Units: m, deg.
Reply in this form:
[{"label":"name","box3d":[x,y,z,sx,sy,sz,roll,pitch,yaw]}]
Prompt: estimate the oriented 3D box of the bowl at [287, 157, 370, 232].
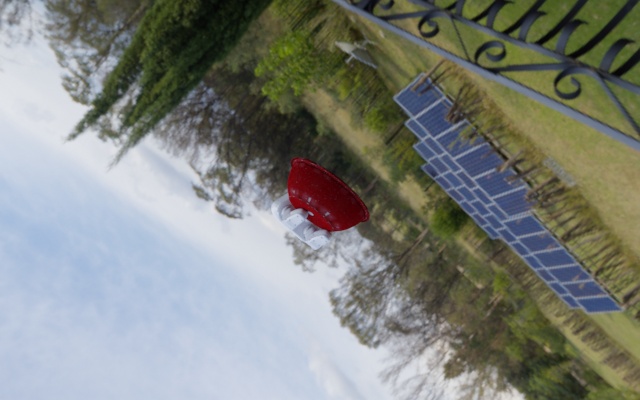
[{"label":"bowl","box3d":[0.000,0.003,0.784,0.162,0.055,0.162,35,-16,11]}]
